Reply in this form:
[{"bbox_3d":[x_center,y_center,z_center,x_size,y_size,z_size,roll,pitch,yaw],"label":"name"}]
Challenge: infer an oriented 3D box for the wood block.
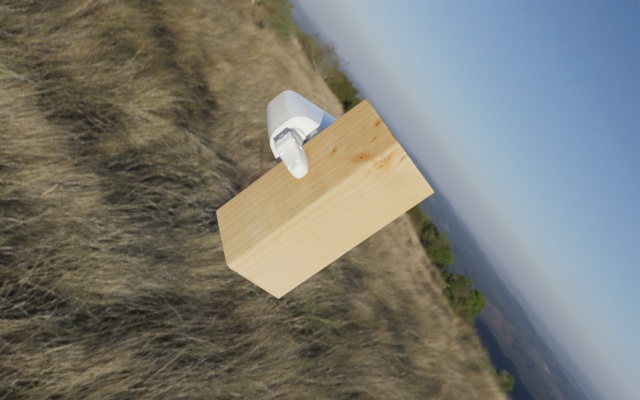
[{"bbox_3d":[0.000,0.001,0.512,0.206,0.090,0.091,-36,-47,11],"label":"wood block"}]
